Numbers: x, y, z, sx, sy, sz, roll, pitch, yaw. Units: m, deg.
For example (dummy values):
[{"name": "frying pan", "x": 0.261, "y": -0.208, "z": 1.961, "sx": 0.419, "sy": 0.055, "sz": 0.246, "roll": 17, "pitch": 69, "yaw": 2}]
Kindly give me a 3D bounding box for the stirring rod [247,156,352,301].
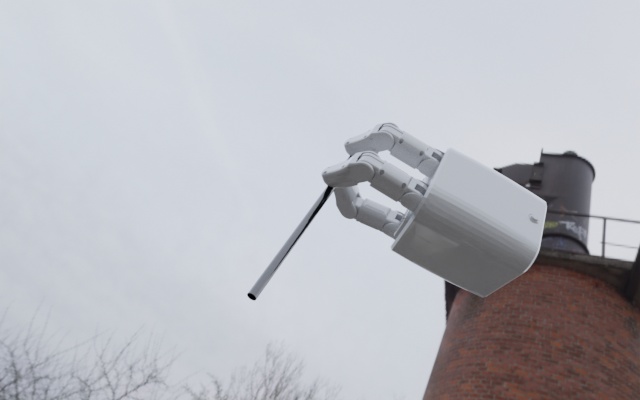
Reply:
[{"name": "stirring rod", "x": 0.000, "y": 0.002, "z": 0.440, "sx": 0.011, "sy": 0.011, "sz": 0.239, "roll": 0, "pitch": 36, "yaw": 32}]
